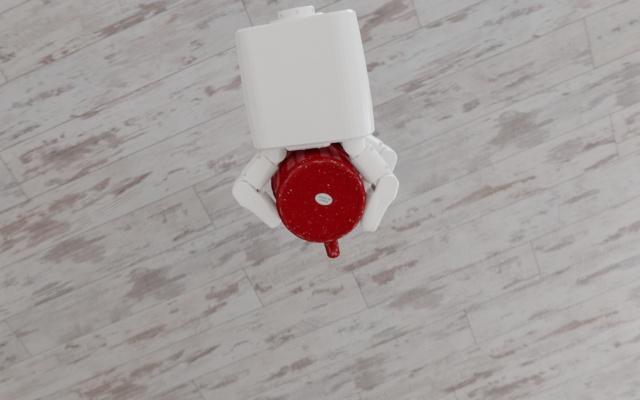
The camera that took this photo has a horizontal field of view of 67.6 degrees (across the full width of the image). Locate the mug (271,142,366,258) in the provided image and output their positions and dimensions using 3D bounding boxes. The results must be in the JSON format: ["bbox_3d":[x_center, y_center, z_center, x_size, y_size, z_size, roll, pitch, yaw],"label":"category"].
[{"bbox_3d":[0.000,0.003,0.464,0.093,0.117,0.081,-11,17,-1],"label":"mug"}]
